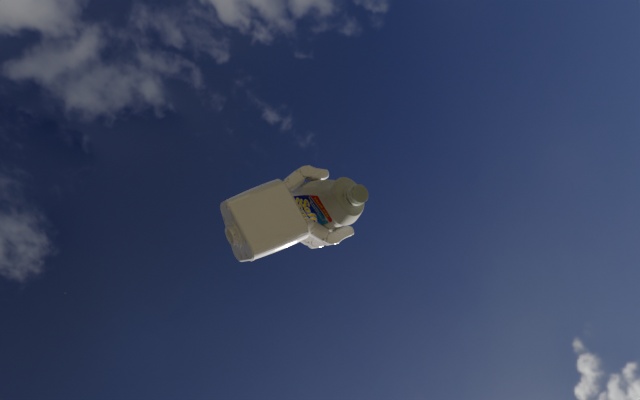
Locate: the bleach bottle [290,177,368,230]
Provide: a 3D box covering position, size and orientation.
[{"bbox_3d":[0.000,0.003,0.833,0.068,0.102,0.251,-23,1,-29],"label":"bleach bottle"}]
